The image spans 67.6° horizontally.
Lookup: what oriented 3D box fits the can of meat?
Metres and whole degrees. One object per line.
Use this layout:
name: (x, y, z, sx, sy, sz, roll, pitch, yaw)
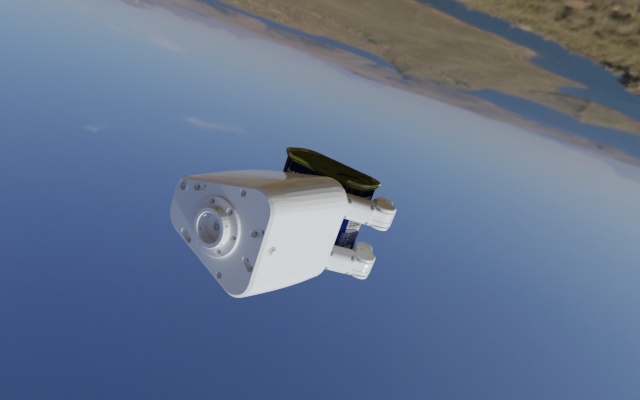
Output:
can of meat: (0.000, 0.002, 0.502, 0.102, 0.084, 0.057, 27, 17, 25)
